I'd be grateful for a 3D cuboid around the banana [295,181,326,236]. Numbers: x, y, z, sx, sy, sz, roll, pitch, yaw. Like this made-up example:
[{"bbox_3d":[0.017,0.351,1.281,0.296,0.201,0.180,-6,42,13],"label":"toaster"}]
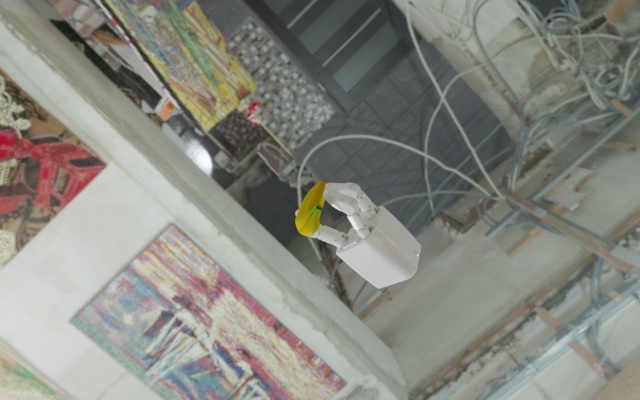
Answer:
[{"bbox_3d":[-0.012,0.017,0.793,0.037,0.069,0.197,39,11,-9],"label":"banana"}]
